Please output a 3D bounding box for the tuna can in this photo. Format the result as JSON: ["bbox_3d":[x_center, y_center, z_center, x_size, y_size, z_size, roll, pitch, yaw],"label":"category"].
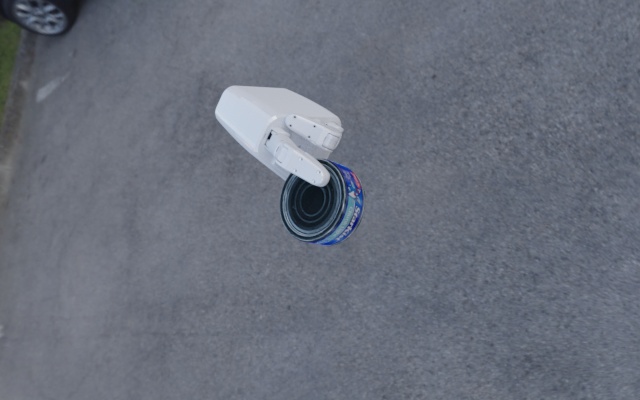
[{"bbox_3d":[0.000,0.001,0.478,0.086,0.086,0.034,0,-10,38],"label":"tuna can"}]
